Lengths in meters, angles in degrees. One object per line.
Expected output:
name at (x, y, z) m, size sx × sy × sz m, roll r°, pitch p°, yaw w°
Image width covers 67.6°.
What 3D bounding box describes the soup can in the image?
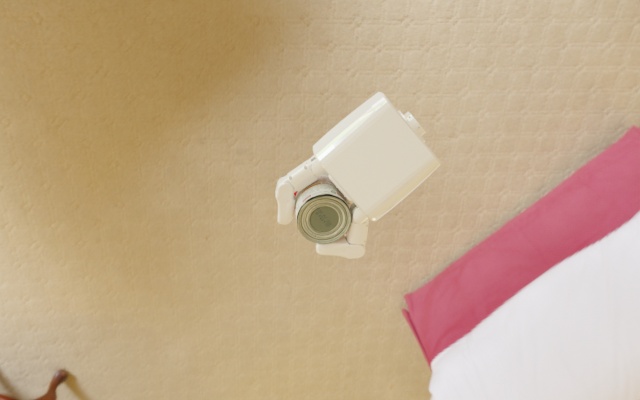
soup can at (0.000, 0.002, 0.607) m, size 0.068 × 0.068 × 0.102 m, roll 0°, pitch 26°, yaw -6°
